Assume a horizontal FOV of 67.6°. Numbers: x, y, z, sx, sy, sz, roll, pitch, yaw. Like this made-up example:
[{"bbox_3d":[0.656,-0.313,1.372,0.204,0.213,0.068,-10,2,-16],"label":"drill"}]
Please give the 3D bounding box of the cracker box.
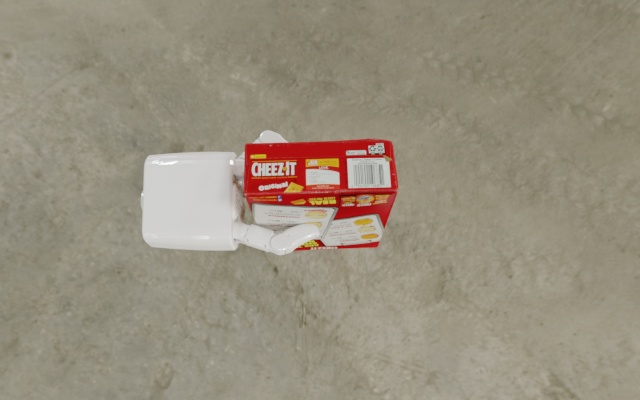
[{"bbox_3d":[0.000,0.002,0.602,0.164,0.072,0.214,-2,-22,0],"label":"cracker box"}]
